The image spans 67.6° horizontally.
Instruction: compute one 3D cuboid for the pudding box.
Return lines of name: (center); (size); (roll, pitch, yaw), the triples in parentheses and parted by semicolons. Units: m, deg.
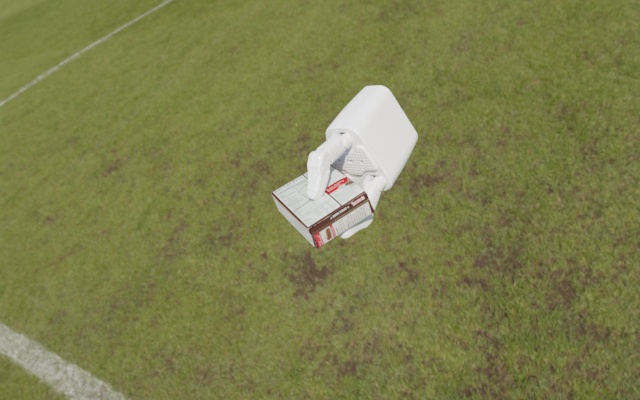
pudding box: (0.000, 0.002, 0.613); (0.090, 0.039, 0.113); (-33, 35, -13)
